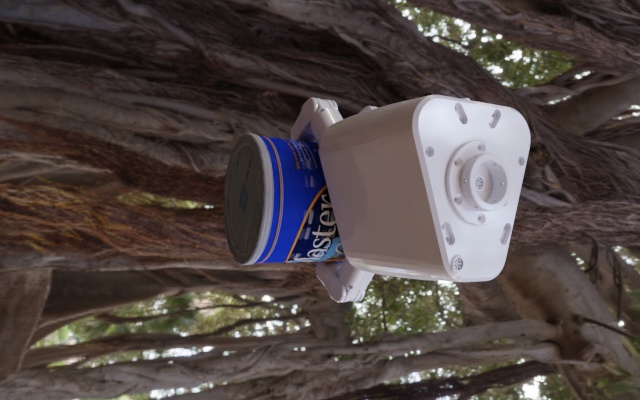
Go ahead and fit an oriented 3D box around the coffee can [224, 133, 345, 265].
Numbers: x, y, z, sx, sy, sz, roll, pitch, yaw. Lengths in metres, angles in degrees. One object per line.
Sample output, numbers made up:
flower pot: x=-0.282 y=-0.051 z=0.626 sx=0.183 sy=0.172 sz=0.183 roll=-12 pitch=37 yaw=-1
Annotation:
coffee can: x=0.000 y=0.001 z=0.405 sx=0.140 sy=0.103 sz=0.103 roll=2 pitch=-1 yaw=-27
